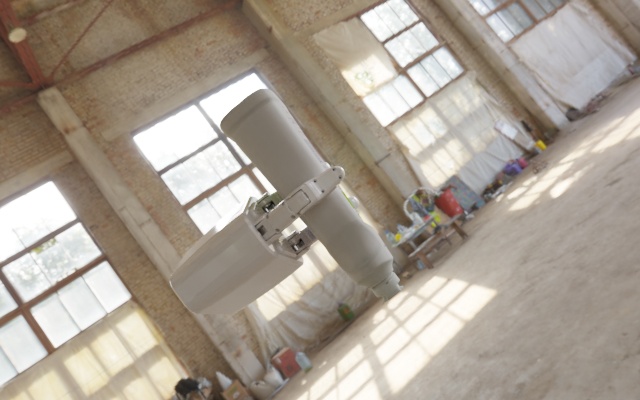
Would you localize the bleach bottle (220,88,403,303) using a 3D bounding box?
[{"bbox_3d":[0.000,0.002,0.512,0.068,0.251,0.102,-38,-5,6],"label":"bleach bottle"}]
